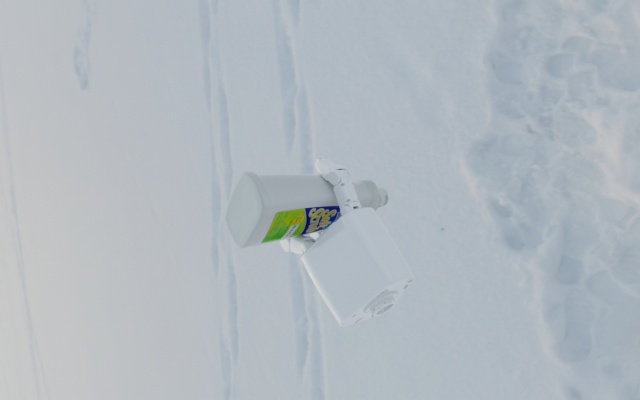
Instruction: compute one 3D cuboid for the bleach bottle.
[{"bbox_3d":[0.000,0.002,0.662,0.251,0.068,0.103,-8,-36,-37],"label":"bleach bottle"}]
